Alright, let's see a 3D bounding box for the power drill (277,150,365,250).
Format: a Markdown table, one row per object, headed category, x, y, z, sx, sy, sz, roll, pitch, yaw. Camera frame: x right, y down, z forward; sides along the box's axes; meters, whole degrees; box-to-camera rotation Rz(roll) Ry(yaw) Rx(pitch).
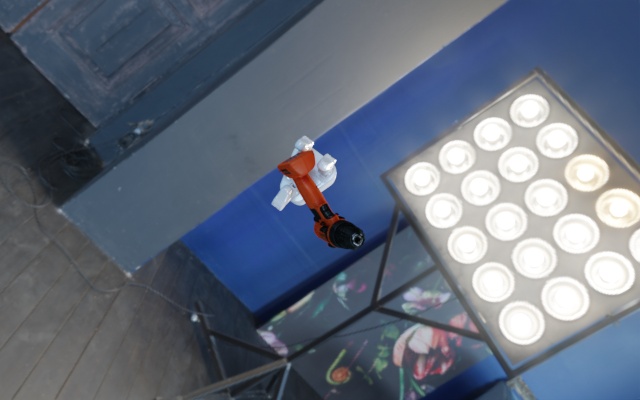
| category | x | y | z | sx | sy | sz | roll | pitch | yaw |
| --- | --- | --- | --- | --- | --- | --- | --- | --- | --- |
| power drill | 0.000 | 0.002 | 0.864 | 0.057 | 0.188 | 0.184 | -32 | 12 | -16 |
